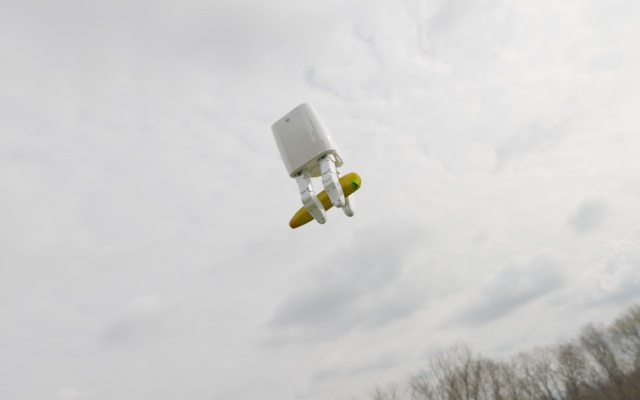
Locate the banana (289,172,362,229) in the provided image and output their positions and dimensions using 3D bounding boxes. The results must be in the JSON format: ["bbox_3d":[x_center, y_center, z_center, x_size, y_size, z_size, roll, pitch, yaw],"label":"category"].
[{"bbox_3d":[0.014,-0.005,0.862,0.069,0.037,0.198,-28,-6,-45],"label":"banana"}]
